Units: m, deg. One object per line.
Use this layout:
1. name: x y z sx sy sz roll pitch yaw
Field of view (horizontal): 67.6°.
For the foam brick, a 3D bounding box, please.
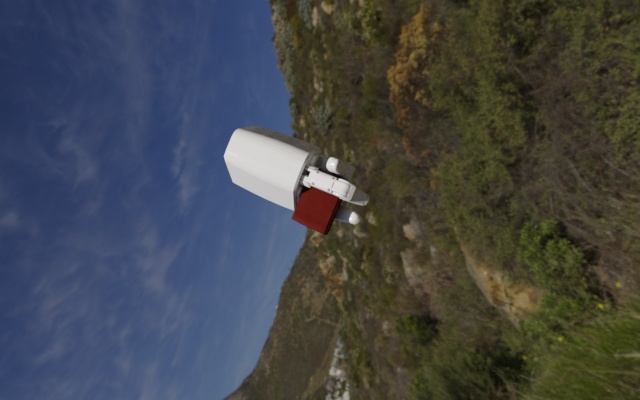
1. foam brick: 0.000 0.002 0.655 0.051 0.078 0.053 22 -3 5
